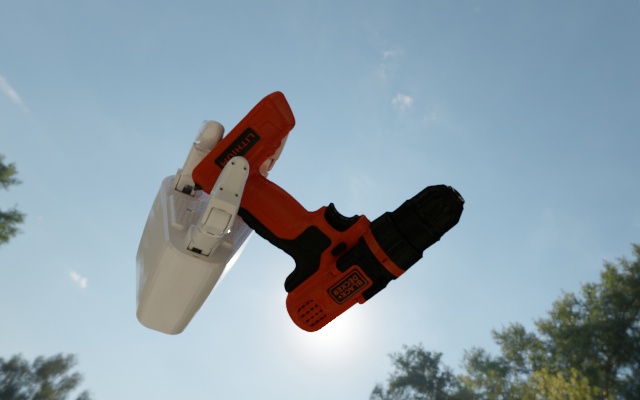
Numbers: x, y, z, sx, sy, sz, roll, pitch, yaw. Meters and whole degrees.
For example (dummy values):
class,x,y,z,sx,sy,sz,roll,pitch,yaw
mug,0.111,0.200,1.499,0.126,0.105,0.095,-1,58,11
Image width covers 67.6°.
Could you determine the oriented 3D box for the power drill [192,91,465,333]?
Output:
class,x,y,z,sx,sy,sz,roll,pitch,yaw
power drill,0.000,0.001,0.407,0.184,0.187,0.057,-41,5,14
